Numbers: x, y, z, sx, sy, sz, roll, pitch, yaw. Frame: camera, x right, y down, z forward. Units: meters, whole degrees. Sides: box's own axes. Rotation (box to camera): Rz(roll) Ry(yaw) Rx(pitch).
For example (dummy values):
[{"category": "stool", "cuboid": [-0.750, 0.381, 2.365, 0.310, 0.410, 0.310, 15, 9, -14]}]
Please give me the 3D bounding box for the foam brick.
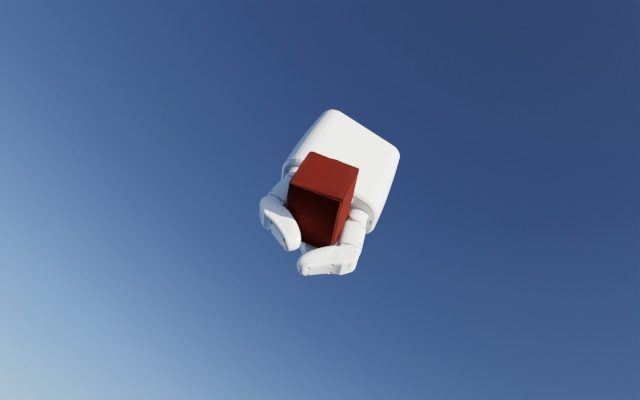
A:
[{"category": "foam brick", "cuboid": [0.000, 0.001, 0.462, 0.053, 0.078, 0.051, 21, 48, 10]}]
